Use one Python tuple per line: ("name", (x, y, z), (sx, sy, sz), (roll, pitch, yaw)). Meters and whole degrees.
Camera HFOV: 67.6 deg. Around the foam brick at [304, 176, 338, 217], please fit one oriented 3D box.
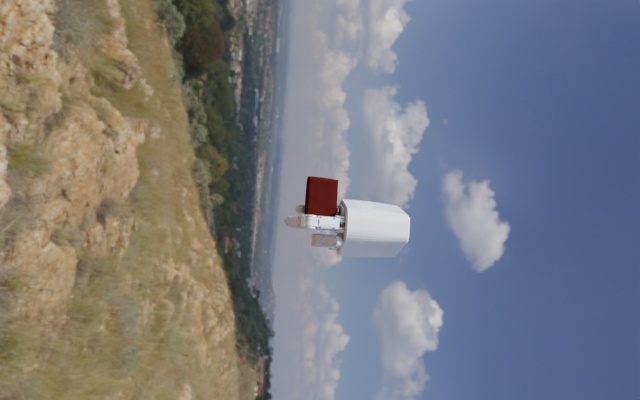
("foam brick", (0.000, 0.002, 0.811), (0.051, 0.078, 0.053), (4, -6, -4))
